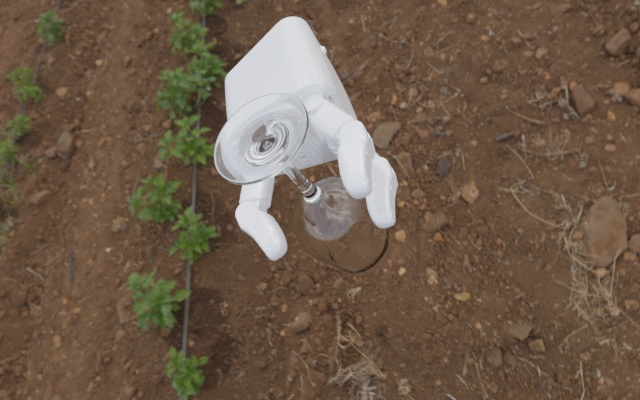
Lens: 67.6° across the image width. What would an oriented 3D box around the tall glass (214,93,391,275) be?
[{"bbox_3d":[0.000,0.001,0.402,0.079,0.079,0.201,0,-27,28],"label":"tall glass"}]
